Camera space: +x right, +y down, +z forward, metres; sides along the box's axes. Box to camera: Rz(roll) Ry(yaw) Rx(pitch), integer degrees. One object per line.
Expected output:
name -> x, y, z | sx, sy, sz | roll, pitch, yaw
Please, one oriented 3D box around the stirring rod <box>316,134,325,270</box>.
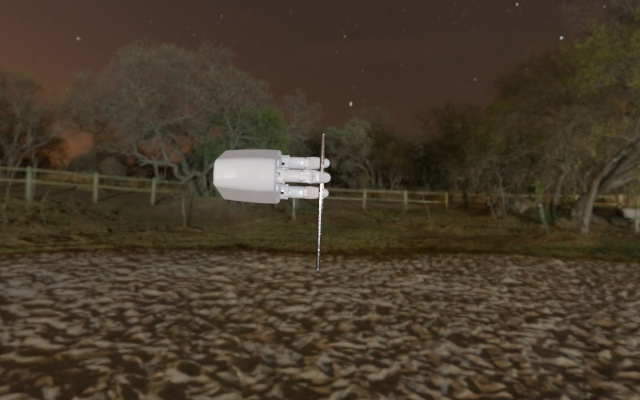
stirring rod -> 0.000, 0.003, 0.850 | 0.011, 0.239, 0.011 | 2, 1, 0
